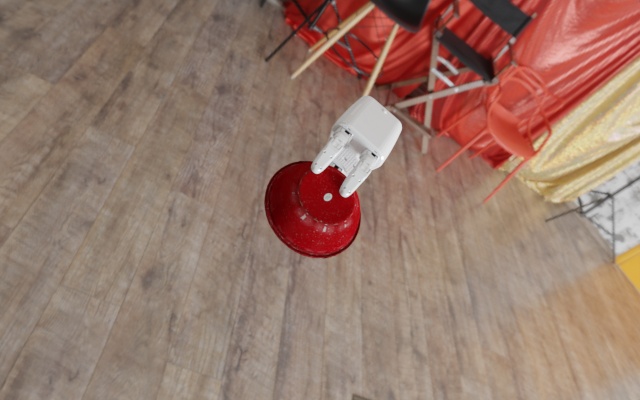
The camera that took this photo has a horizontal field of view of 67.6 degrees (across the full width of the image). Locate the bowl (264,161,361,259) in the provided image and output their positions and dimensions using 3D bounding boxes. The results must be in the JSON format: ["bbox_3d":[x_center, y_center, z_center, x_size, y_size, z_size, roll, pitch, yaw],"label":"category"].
[{"bbox_3d":[0.000,0.003,0.717,0.162,0.162,0.055,0,-21,-24],"label":"bowl"}]
